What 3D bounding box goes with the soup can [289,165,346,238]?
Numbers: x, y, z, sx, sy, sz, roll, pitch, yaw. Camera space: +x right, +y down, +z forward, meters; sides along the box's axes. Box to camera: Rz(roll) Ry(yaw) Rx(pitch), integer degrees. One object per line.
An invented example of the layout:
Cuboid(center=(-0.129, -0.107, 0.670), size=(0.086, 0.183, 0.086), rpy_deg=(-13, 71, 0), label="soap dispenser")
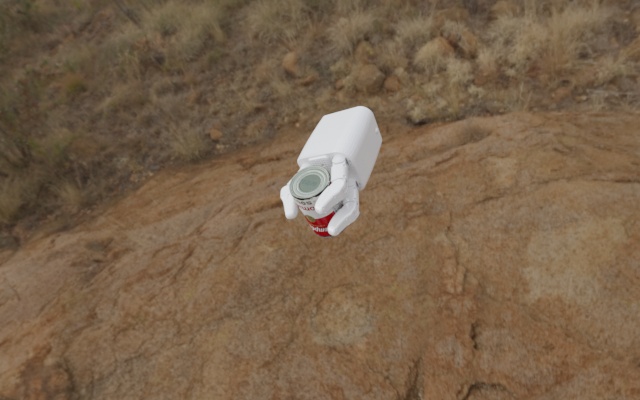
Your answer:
Cuboid(center=(0.000, 0.003, 0.749), size=(0.068, 0.068, 0.102), rpy_deg=(0, -38, 25), label="soup can")
